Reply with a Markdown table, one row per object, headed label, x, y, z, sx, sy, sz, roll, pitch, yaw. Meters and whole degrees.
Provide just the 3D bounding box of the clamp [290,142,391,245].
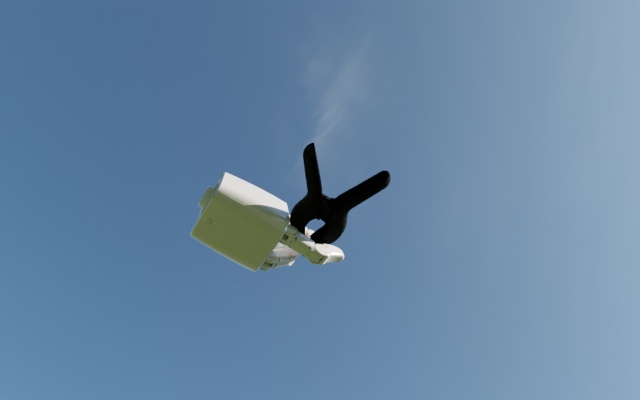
| label | x | y | z | sx | sy | sz | roll | pitch | yaw |
| --- | --- | --- | --- | --- | --- | --- | --- | --- | --- |
| clamp | 0.000 | 0.002 | 0.645 | 0.120 | 0.171 | 0.039 | 30 | 26 | -13 |
